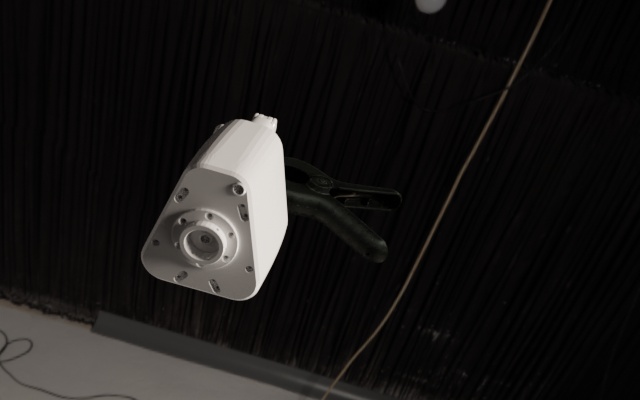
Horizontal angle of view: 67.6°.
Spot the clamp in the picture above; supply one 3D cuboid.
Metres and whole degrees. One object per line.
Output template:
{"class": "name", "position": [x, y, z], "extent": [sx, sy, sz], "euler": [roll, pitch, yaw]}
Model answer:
{"class": "clamp", "position": [0.000, 0.001, 0.471], "extent": [0.171, 0.039, 0.120], "euler": [16, 25, -2]}
